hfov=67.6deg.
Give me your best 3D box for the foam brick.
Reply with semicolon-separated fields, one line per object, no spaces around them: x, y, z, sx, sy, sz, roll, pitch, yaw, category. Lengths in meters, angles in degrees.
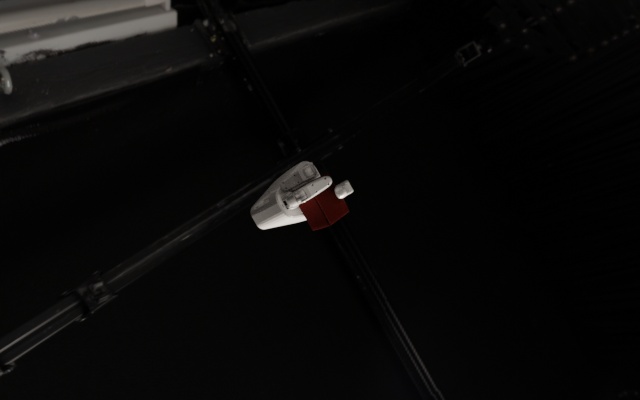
0.000;0.003;0.801;0.053;0.078;0.051;-32;4;-39;foam brick
